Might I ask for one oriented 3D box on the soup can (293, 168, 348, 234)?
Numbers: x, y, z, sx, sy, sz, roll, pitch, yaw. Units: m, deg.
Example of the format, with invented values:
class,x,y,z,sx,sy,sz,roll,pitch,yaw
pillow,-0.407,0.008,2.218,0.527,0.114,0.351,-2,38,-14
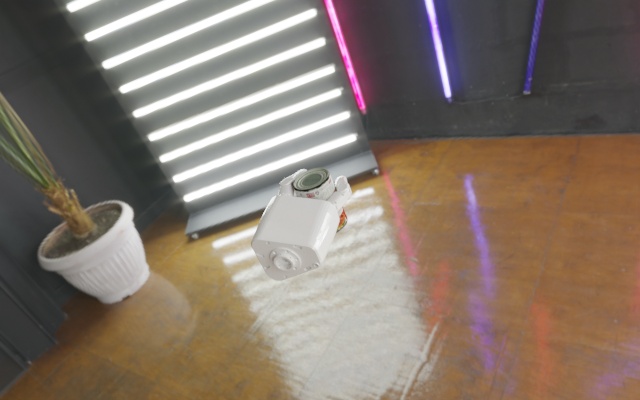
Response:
class,x,y,z,sx,sy,sz,roll,pitch,yaw
soup can,0.000,0.002,0.834,0.068,0.102,0.068,-16,32,10
